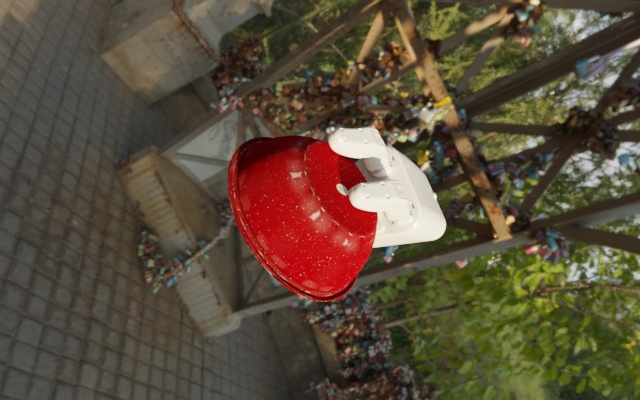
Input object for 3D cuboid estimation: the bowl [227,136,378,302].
[{"bbox_3d":[0.000,0.001,0.412,0.055,0.162,0.162,-33,-19,32],"label":"bowl"}]
